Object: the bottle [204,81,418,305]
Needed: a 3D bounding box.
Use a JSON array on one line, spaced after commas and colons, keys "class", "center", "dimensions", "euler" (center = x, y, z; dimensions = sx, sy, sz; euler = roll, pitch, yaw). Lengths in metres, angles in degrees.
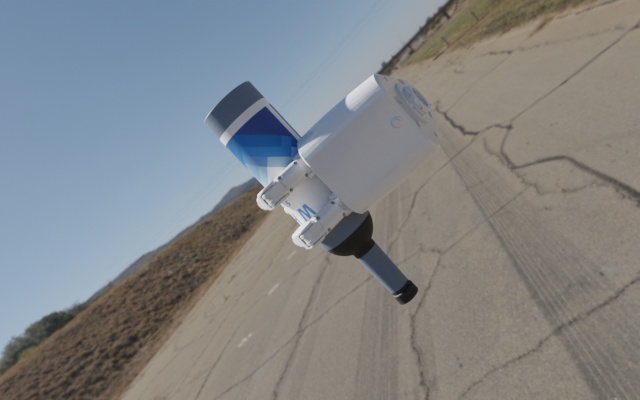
[{"class": "bottle", "center": [0.000, 0.002, 0.526], "dimensions": [0.069, 0.296, 0.069], "euler": [-43, 6, 5]}]
